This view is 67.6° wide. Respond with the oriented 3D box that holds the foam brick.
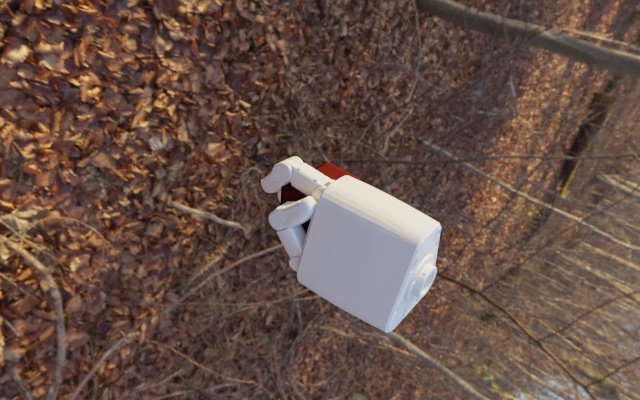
[{"bbox_3d":[0.000,0.001,0.516,0.051,0.053,0.078,27,39,28],"label":"foam brick"}]
